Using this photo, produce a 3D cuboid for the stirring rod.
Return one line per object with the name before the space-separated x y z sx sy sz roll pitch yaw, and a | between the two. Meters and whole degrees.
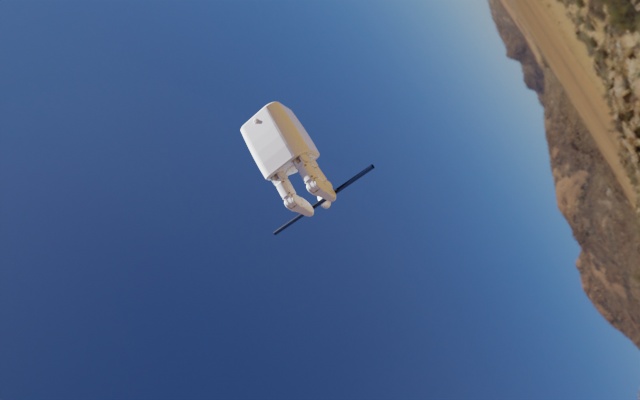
stirring rod | 0.000 0.003 0.852 0.239 0.011 0.011 -34 -18 29
